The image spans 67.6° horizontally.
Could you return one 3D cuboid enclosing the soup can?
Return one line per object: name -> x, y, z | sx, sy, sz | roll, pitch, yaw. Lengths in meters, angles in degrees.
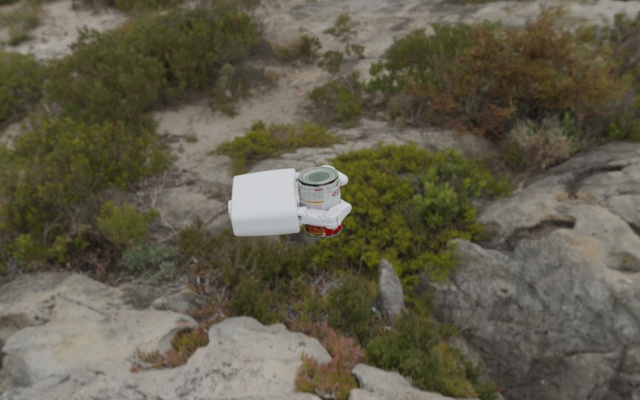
soup can -> 0.001, 0.002, 0.792 | 0.068, 0.102, 0.068 | -4, 30, 2
